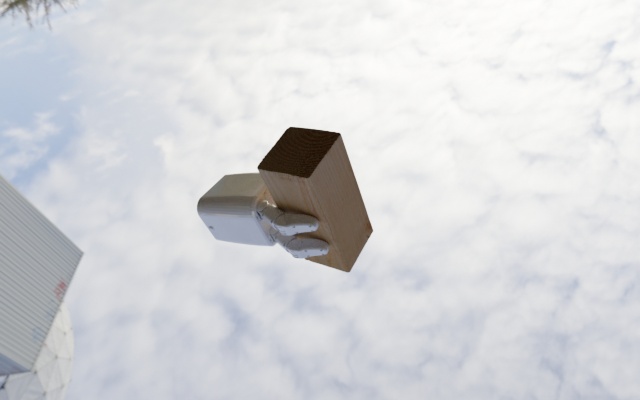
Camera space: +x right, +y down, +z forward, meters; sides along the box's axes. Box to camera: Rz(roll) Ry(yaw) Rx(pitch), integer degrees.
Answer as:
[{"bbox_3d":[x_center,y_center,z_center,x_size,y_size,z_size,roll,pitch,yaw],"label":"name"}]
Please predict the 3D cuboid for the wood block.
[{"bbox_3d":[0.000,0.002,0.703,0.090,0.090,0.206,12,-36,31],"label":"wood block"}]
